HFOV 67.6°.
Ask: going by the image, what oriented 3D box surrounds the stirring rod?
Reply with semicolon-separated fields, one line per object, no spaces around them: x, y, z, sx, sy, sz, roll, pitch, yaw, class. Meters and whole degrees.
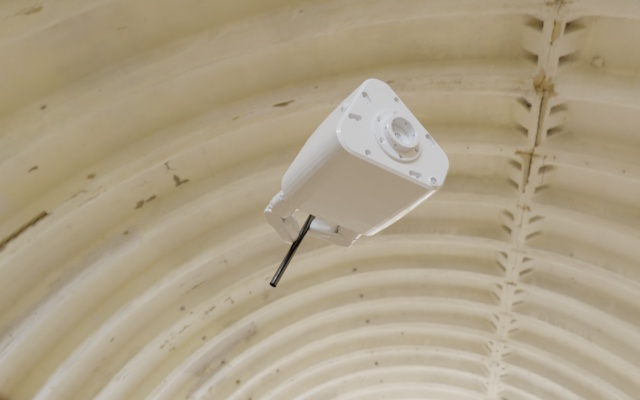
0.000;0.002;0.558;0.011;0.239;0.011;19;-37;15;stirring rod
